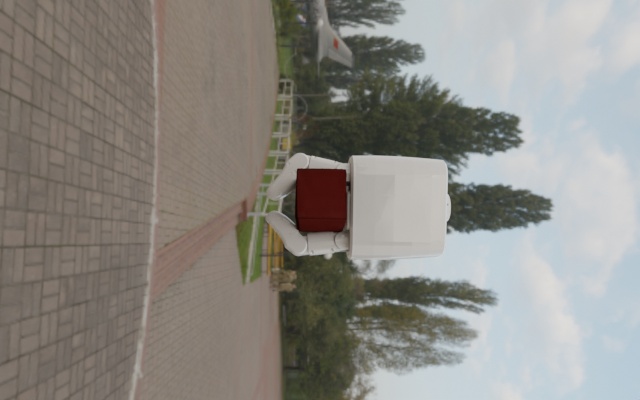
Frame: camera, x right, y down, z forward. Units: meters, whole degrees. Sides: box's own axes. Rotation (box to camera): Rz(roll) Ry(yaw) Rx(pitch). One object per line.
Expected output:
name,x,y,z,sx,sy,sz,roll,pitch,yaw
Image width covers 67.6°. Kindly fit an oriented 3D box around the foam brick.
foam brick,0.000,0.002,0.504,0.051,0.053,0.078,1,-13,-1
